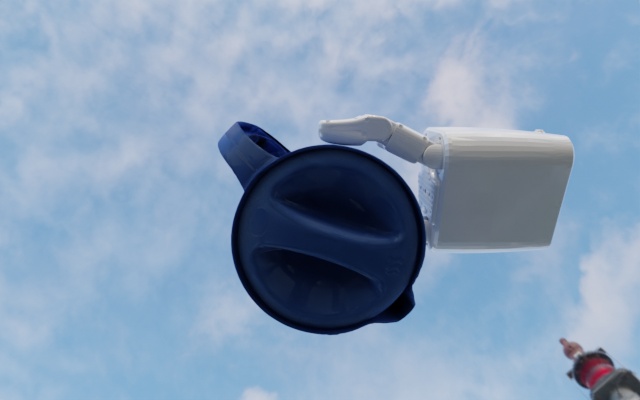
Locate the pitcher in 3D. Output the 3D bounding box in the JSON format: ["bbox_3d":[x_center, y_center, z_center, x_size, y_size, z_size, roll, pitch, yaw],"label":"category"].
[{"bbox_3d":[0.000,0.001,0.434,0.145,0.149,0.243,-1,10,1],"label":"pitcher"}]
